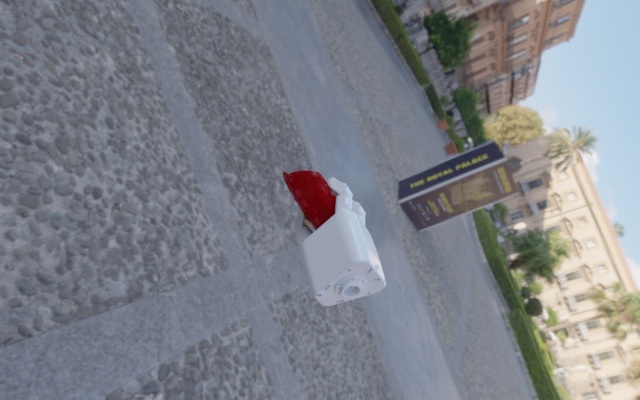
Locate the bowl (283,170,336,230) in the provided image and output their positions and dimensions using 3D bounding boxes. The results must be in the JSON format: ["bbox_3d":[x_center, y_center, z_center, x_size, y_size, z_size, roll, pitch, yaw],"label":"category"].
[{"bbox_3d":[0.000,0.002,0.848,0.055,0.162,0.162,-34,-3,4],"label":"bowl"}]
